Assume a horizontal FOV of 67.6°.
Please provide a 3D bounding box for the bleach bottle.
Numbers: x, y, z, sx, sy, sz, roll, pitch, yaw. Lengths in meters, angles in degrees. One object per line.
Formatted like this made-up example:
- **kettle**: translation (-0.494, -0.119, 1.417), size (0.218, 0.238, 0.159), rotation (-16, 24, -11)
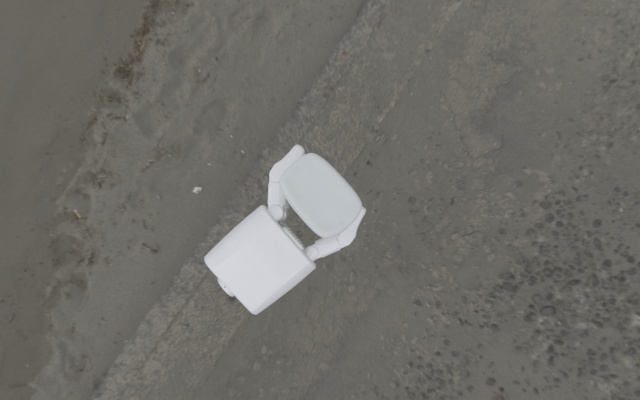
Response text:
- **bleach bottle**: translation (0.000, 0.002, 0.670), size (0.068, 0.102, 0.251), rotation (-41, -4, -2)
